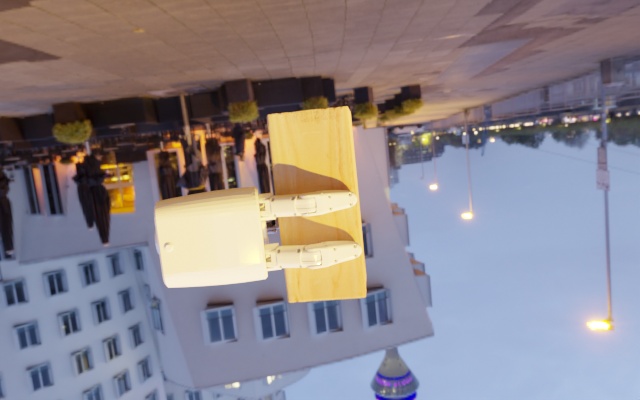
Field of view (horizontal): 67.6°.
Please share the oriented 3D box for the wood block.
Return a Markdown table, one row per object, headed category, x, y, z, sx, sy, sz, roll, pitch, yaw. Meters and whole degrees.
| category | x | y | z | sx | sy | sz | roll | pitch | yaw |
| --- | --- | --- | --- | --- | --- | --- | --- | --- | --- |
| wood block | 0.000 | 0.002 | 0.553 | 0.090 | 0.206 | 0.091 | -5 | 7 | 5 |
